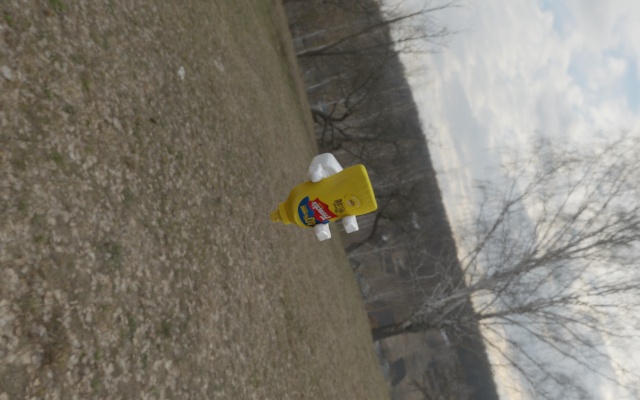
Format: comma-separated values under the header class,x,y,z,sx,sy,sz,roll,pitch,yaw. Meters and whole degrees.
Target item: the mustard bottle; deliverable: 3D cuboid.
class,x,y,z,sx,sy,sz,roll,pitch,yaw
mustard bottle,0.000,0.003,0.869,0.191,0.058,0.096,-17,-46,8
